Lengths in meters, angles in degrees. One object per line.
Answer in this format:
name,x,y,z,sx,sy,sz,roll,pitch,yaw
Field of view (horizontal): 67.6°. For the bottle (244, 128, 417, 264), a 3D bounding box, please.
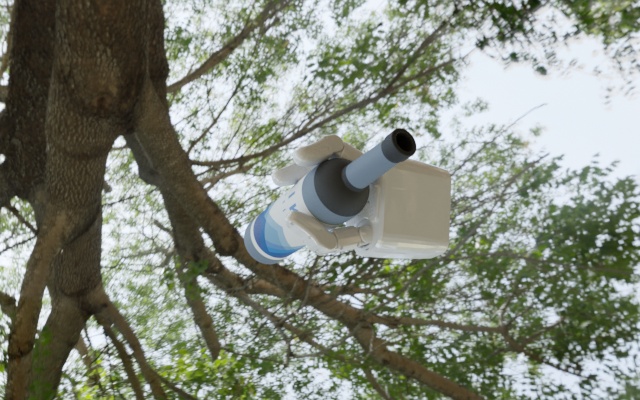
bottle,0.000,0.002,0.528,0.069,0.069,0.296,0,-21,-32
